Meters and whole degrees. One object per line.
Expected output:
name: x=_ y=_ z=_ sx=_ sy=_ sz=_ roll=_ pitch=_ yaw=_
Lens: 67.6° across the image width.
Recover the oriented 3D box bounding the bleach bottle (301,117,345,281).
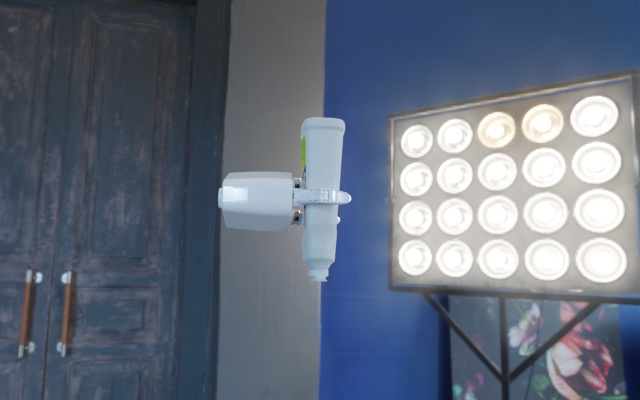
bleach bottle: x=0.000 y=0.002 z=0.764 sx=0.068 sy=0.251 sz=0.102 roll=2 pitch=-6 yaw=-6
